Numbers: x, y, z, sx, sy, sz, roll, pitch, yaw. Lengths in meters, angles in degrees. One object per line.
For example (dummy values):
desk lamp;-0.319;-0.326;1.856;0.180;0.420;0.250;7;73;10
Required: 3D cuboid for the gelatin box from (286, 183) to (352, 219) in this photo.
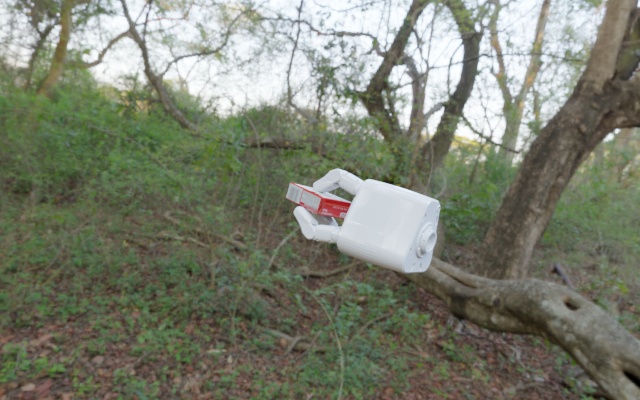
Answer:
gelatin box;0.000;0.002;0.750;0.073;0.030;0.089;12;9;-42
